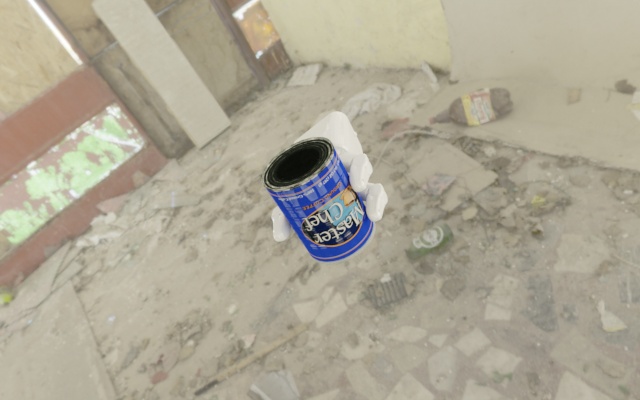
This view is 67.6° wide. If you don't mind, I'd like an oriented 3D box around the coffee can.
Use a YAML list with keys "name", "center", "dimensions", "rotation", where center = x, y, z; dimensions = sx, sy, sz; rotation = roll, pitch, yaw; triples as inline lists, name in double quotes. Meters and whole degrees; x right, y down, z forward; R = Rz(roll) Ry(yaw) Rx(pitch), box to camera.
- name: "coffee can"
  center: [0.000, 0.002, 0.634]
  dimensions: [0.103, 0.140, 0.102]
  rotation: [-21, 35, 15]
